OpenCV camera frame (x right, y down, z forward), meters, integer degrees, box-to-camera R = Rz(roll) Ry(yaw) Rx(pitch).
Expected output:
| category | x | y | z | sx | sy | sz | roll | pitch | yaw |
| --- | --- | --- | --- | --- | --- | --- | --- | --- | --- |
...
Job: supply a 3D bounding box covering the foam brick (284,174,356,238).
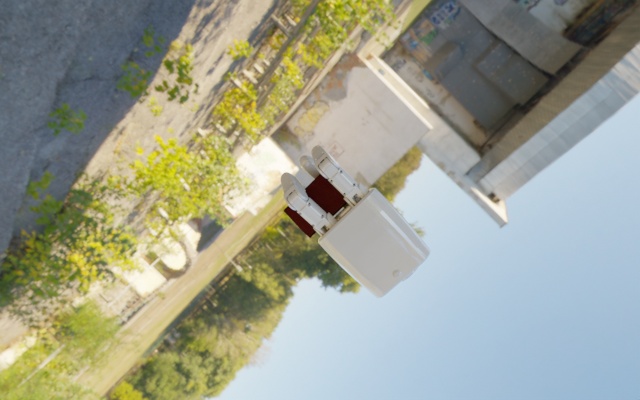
| category | x | y | z | sx | sy | sz | roll | pitch | yaw |
| --- | --- | --- | --- | --- | --- | --- | --- | --- | --- |
| foam brick | 0.000 | 0.002 | 0.624 | 0.078 | 0.051 | 0.053 | -44 | -1 | 16 |
